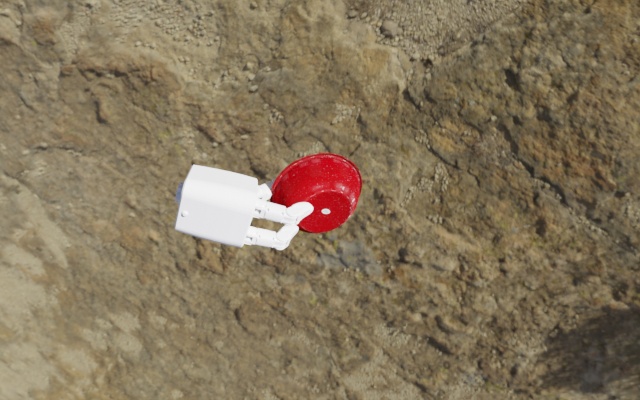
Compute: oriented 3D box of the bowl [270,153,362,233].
[{"bbox_3d":[0.002,0.003,0.792,0.162,0.162,0.055,0,39,-19],"label":"bowl"}]
